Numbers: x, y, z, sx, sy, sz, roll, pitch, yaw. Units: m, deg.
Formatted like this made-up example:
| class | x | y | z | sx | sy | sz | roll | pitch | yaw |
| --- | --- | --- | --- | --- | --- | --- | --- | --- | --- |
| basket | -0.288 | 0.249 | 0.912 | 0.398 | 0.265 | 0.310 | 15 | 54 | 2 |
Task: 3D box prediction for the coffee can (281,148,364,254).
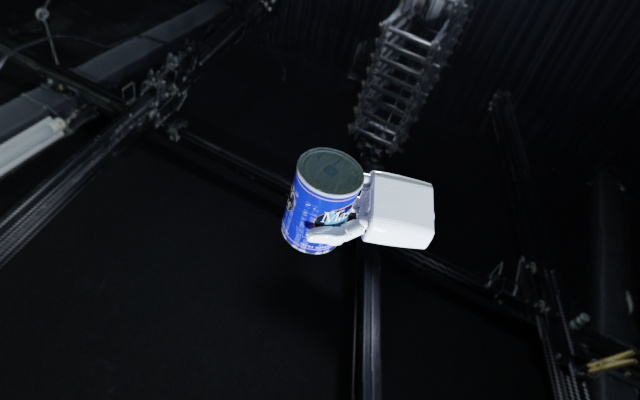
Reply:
| class | x | y | z | sx | sy | sz | roll | pitch | yaw |
| --- | --- | --- | --- | --- | --- | --- | --- | --- | --- |
| coffee can | 0.000 | 0.002 | 0.753 | 0.103 | 0.102 | 0.140 | 0 | -42 | -18 |
